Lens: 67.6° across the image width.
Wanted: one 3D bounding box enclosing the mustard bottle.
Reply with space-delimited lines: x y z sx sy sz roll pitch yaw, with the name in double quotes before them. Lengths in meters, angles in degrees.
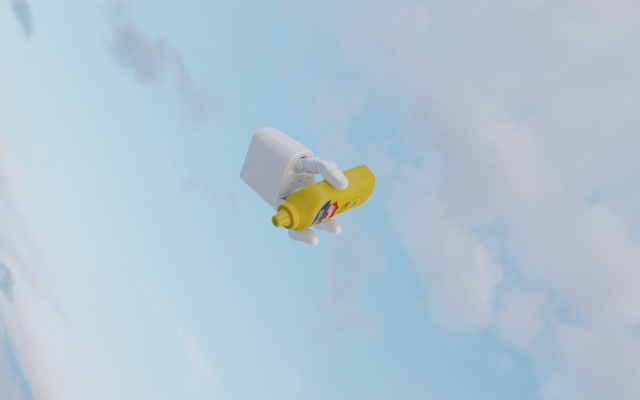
"mustard bottle" 0.001 0.003 0.771 0.191 0.058 0.096 -22 -20 -39
